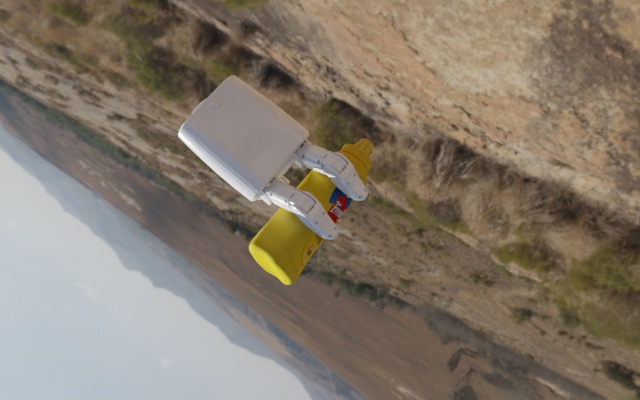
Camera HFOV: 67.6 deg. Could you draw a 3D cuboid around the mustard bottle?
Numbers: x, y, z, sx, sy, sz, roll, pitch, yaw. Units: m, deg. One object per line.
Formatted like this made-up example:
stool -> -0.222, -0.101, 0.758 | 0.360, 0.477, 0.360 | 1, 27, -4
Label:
mustard bottle -> 0.000, 0.002, 0.549 | 0.058, 0.191, 0.096 | 32, -19, 20
